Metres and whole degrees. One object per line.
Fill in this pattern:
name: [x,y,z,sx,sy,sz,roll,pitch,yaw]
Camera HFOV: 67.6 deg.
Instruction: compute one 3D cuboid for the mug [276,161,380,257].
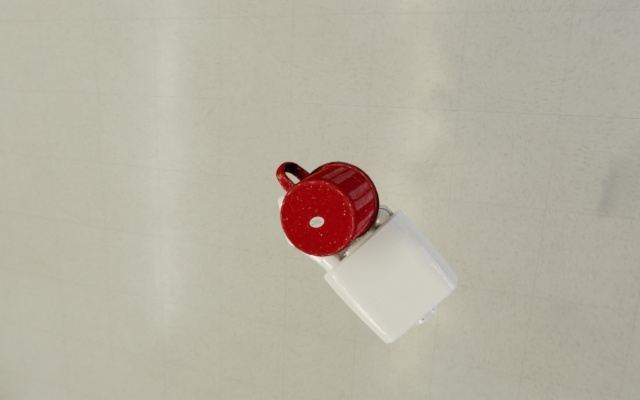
mug: [-0.001,0.001,0.505,0.093,0.117,0.081,-47,-5,22]
